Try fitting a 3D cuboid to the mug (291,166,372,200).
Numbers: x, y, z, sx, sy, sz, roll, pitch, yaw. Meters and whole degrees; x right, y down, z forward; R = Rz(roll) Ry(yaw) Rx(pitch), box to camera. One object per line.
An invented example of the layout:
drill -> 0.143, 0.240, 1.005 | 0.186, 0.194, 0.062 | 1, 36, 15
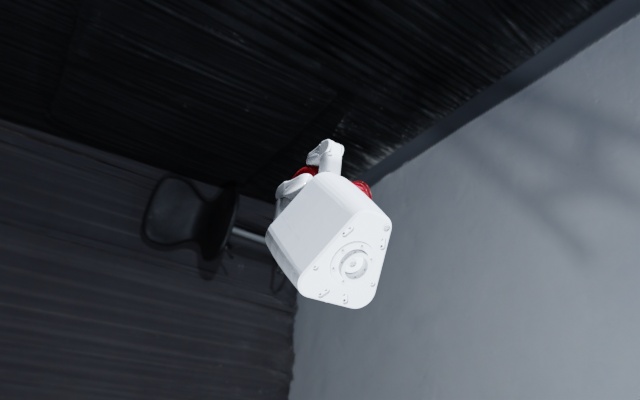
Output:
mug -> -0.001, 0.001, 0.616 | 0.081, 0.093, 0.117 | 21, 11, -29
